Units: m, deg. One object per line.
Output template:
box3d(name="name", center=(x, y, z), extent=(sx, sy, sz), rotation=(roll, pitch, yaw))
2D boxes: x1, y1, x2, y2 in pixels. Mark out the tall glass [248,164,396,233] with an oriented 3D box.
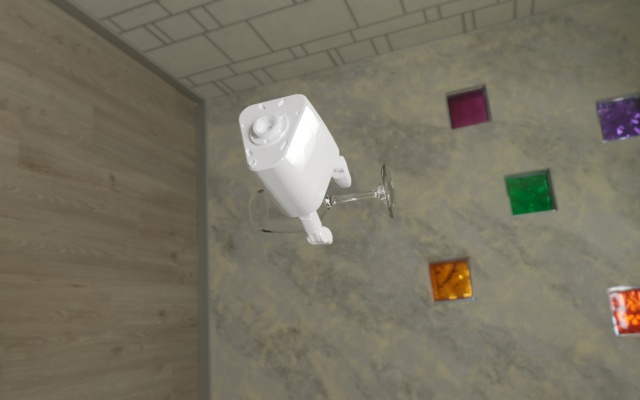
box3d(name="tall glass", center=(0.001, 0.002, 0.679), extent=(0.201, 0.079, 0.079), rotation=(-9, -3, 19))
